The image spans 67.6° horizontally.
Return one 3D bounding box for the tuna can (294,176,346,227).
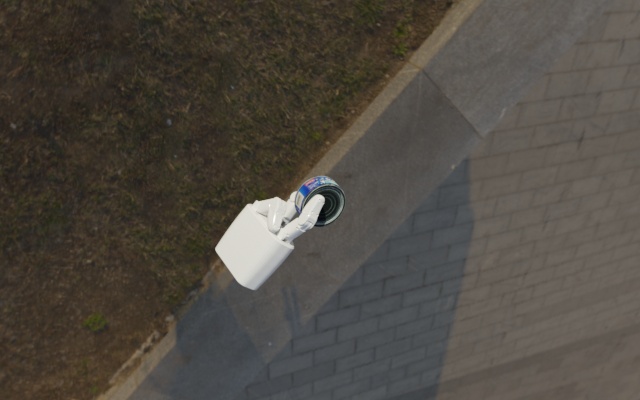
[{"bbox_3d":[0.000,0.003,0.828,0.086,0.086,0.033,0,27,-27],"label":"tuna can"}]
